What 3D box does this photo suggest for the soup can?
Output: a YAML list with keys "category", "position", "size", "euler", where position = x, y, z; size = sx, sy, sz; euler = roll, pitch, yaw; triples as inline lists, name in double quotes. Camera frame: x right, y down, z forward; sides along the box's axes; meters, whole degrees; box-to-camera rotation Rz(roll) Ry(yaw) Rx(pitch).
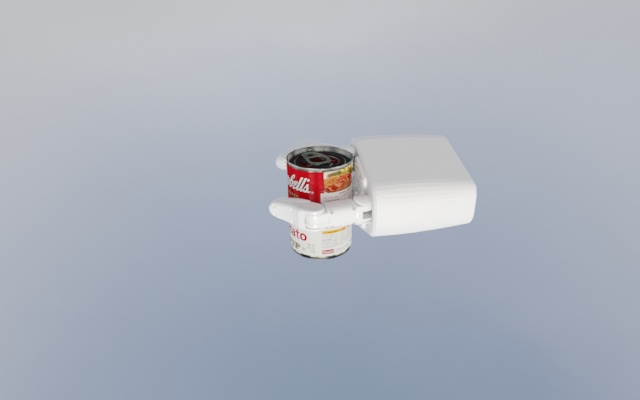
- category: "soup can"
  position: [0.000, 0.002, 0.500]
  size: [0.068, 0.102, 0.068]
  euler: [-1, 25, 0]
